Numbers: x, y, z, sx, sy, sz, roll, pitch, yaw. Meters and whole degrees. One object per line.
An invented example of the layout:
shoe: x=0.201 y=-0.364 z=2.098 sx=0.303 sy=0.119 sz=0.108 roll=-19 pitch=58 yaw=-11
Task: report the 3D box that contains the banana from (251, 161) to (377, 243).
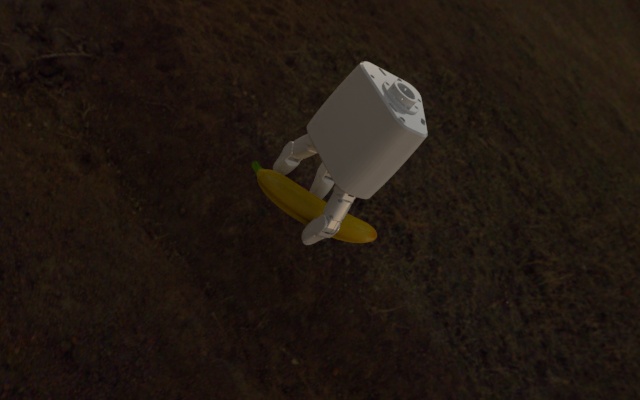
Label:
banana: x=-0.005 y=0.010 z=0.617 sx=0.198 sy=0.037 sz=0.069 roll=33 pitch=28 yaw=-12
